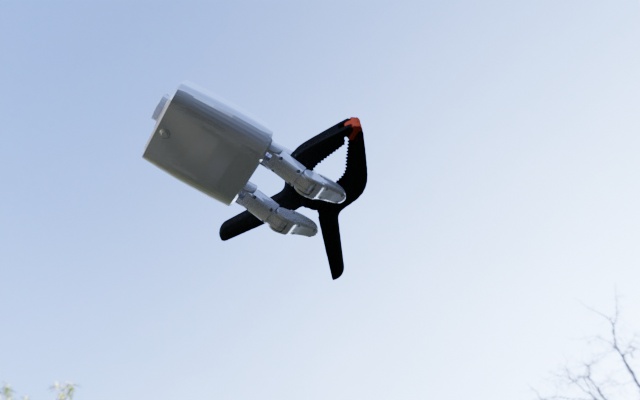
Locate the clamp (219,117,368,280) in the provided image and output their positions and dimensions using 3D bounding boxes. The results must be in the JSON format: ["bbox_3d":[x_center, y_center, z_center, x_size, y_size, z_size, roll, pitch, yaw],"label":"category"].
[{"bbox_3d":[0.000,0.001,0.556,0.164,0.210,0.036,28,26,-20],"label":"clamp"}]
